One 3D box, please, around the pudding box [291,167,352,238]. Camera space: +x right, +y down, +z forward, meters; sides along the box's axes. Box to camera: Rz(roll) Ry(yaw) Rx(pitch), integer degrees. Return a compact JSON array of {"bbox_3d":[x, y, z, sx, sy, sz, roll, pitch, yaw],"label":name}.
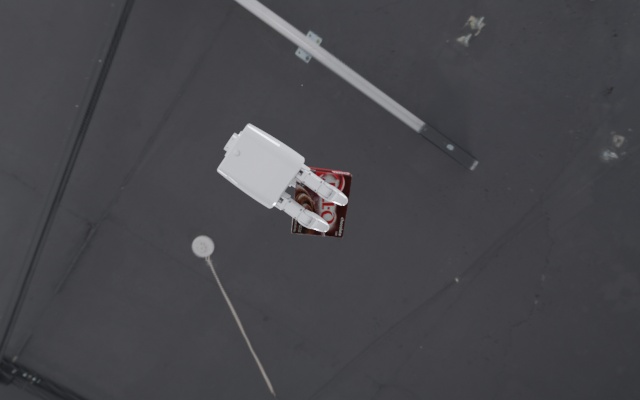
[{"bbox_3d":[0.000,0.003,0.810,0.090,0.113,0.039,6,15,-8],"label":"pudding box"}]
